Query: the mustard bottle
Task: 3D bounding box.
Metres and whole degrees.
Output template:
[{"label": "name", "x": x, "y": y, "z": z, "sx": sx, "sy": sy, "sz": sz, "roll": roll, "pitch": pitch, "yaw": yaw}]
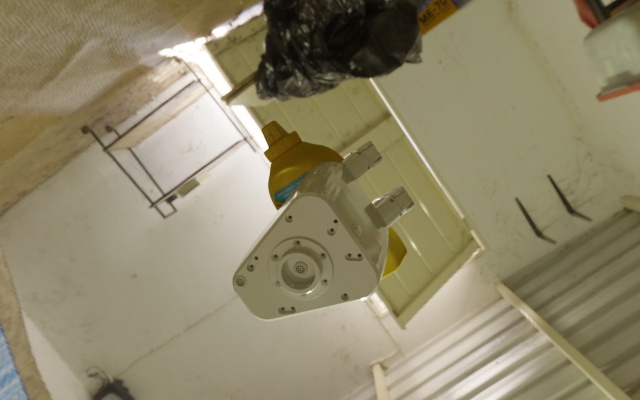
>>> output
[{"label": "mustard bottle", "x": 0.000, "y": 0.002, "z": 0.495, "sx": 0.096, "sy": 0.191, "sz": 0.058, "roll": -29, "pitch": 9, "yaw": 40}]
